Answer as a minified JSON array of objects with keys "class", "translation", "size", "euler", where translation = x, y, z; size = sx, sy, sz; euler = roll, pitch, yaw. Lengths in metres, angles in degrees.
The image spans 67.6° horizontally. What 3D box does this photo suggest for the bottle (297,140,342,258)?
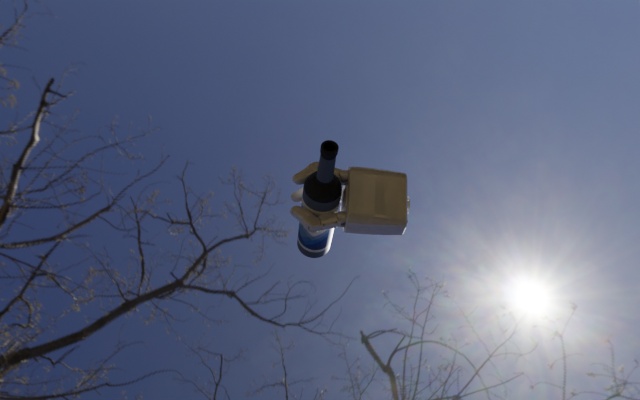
[{"class":"bottle","translation":[0.000,0.003,0.842],"size":[0.069,0.069,0.296],"euler":[0,-35,-7]}]
